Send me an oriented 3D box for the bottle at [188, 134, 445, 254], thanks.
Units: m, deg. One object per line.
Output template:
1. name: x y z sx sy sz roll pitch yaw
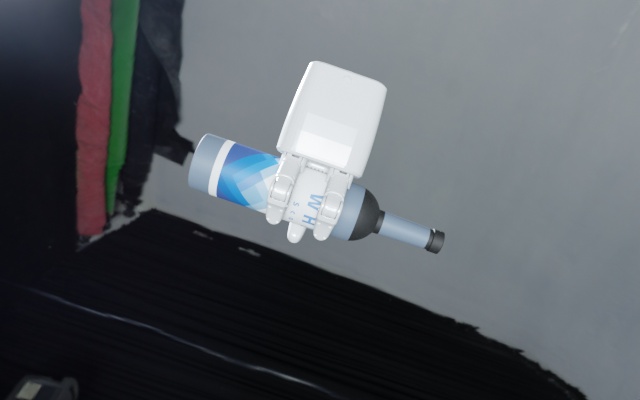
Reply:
1. bottle: 0.000 0.002 0.553 0.296 0.069 0.069 19 0 -1
